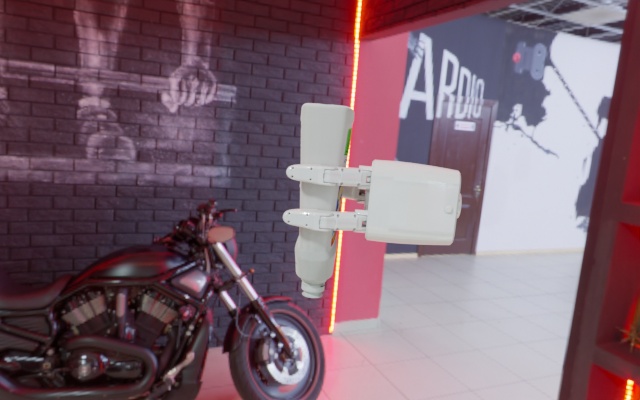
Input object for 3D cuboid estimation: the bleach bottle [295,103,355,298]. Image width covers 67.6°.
[{"bbox_3d":[0.000,0.002,0.633,0.068,0.251,0.102,6,8,5],"label":"bleach bottle"}]
